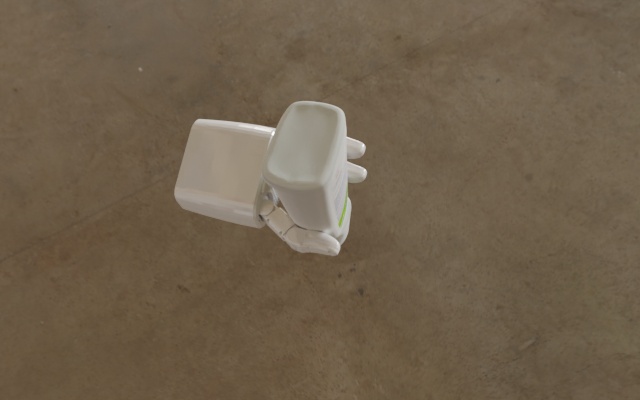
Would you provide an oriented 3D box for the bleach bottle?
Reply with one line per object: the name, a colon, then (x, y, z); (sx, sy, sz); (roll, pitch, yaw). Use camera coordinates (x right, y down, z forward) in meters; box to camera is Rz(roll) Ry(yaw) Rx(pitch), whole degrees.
bleach bottle: (0.000, 0.002, 0.549); (0.068, 0.102, 0.251); (11, -25, 13)
